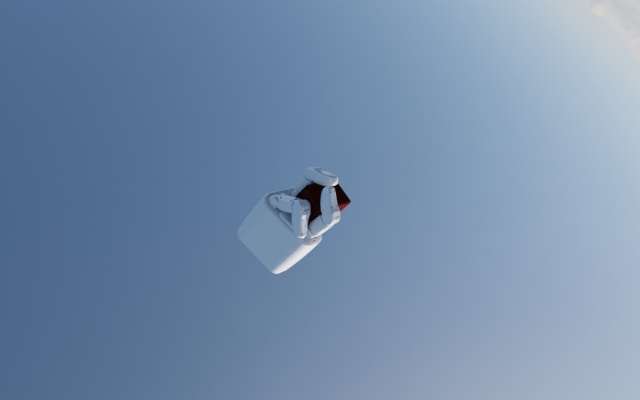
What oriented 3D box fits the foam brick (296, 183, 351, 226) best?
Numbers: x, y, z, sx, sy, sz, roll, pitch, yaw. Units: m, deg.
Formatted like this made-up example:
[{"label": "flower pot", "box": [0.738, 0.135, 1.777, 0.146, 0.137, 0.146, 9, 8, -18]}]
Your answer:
[{"label": "foam brick", "box": [0.000, 0.003, 0.796, 0.078, 0.053, 0.051, -15, -24, -49]}]
